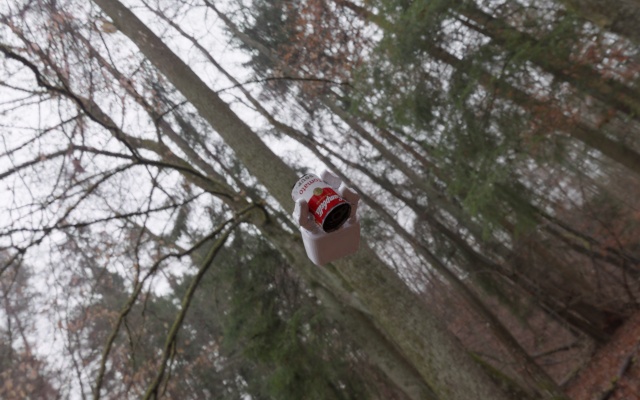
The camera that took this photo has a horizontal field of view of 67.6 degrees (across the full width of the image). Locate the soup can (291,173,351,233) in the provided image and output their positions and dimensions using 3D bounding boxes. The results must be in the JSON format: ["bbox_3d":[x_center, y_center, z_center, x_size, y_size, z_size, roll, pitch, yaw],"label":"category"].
[{"bbox_3d":[0.000,0.002,0.897,0.068,0.068,0.102,0,35,-48],"label":"soup can"}]
